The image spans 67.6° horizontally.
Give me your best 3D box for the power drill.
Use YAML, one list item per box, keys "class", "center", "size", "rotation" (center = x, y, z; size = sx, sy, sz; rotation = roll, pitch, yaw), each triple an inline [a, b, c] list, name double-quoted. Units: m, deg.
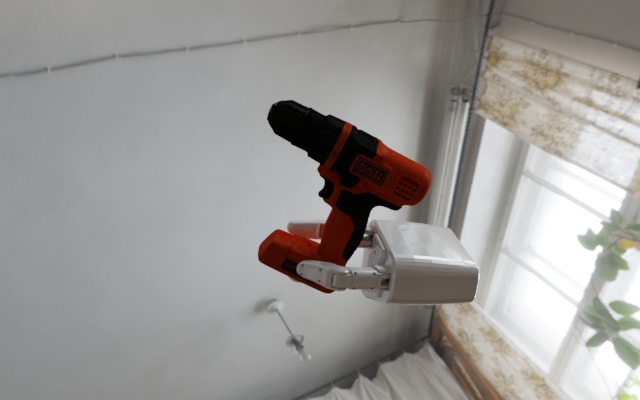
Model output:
- class: "power drill"
  center: [0.000, 0.002, 0.526]
  size: [0.184, 0.188, 0.057]
  rotation: [27, 28, -4]
